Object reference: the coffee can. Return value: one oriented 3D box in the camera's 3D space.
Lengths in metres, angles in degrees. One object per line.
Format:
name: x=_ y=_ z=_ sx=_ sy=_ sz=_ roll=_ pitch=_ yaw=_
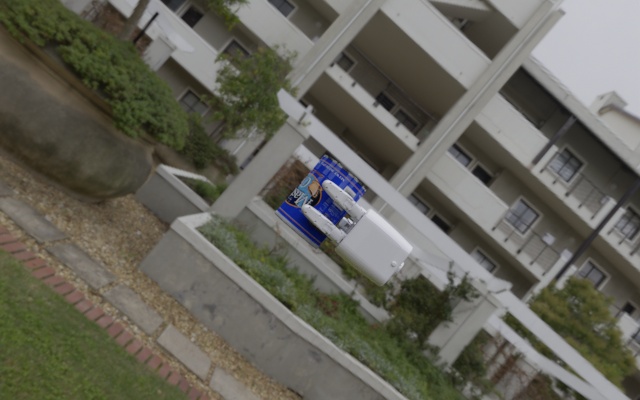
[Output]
coffee can: x=0.000 y=0.003 z=0.871 sx=0.103 sy=0.140 sz=0.103 roll=41 pitch=-3 yaw=2
